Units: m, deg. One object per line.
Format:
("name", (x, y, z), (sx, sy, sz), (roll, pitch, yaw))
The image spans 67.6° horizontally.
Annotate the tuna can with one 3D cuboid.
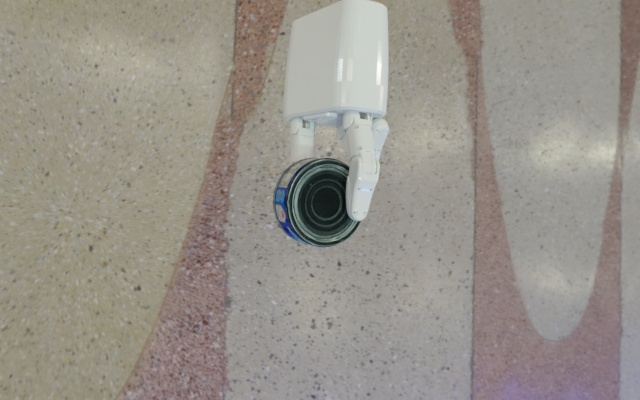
("tuna can", (0.000, 0.002, 0.458), (0.086, 0.086, 0.034), (0, 4, -27))
